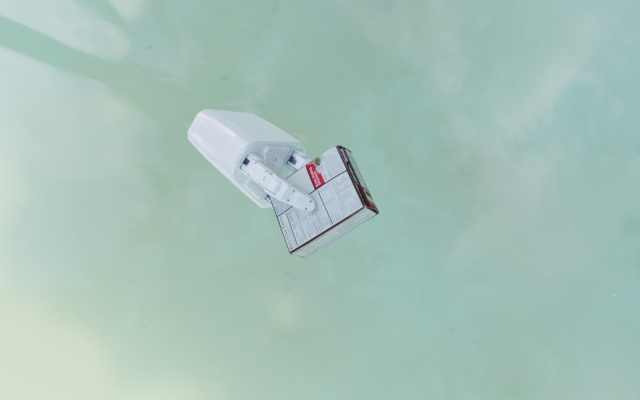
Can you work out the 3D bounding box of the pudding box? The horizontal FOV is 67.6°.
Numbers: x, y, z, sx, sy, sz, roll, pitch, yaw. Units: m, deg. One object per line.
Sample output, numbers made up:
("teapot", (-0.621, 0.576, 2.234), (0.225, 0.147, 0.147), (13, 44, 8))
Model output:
("pudding box", (0.000, 0.002, 0.560), (0.113, 0.090, 0.039), (-33, -26, 23))
